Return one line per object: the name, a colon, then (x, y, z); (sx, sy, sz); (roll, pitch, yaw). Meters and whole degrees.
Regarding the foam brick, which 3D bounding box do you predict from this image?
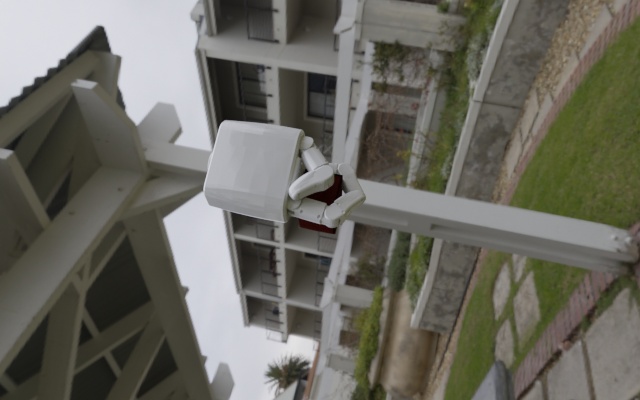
foam brick: (0.000, 0.002, 0.640); (0.051, 0.053, 0.078); (9, -29, 7)
